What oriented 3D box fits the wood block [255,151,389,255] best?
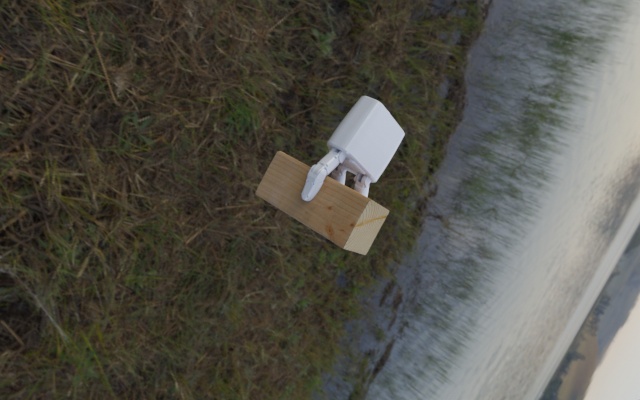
[{"bbox_3d":[0.000,0.002,0.829,0.206,0.090,0.091,30,2,31],"label":"wood block"}]
